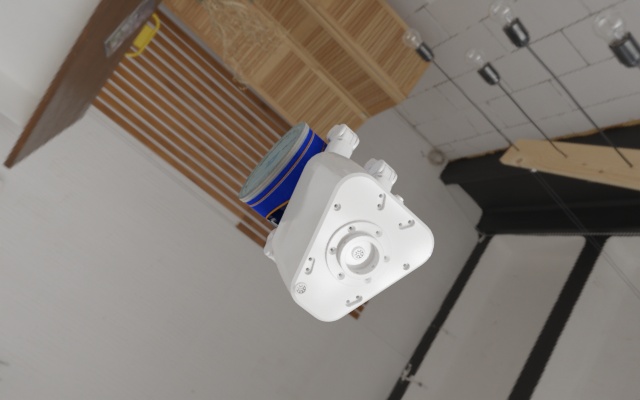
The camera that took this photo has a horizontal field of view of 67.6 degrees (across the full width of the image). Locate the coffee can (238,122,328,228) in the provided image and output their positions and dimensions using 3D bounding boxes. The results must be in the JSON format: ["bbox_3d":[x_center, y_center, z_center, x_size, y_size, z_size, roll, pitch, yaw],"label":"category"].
[{"bbox_3d":[0.000,0.002,0.505,0.140,0.103,0.103,41,-14,-16],"label":"coffee can"}]
